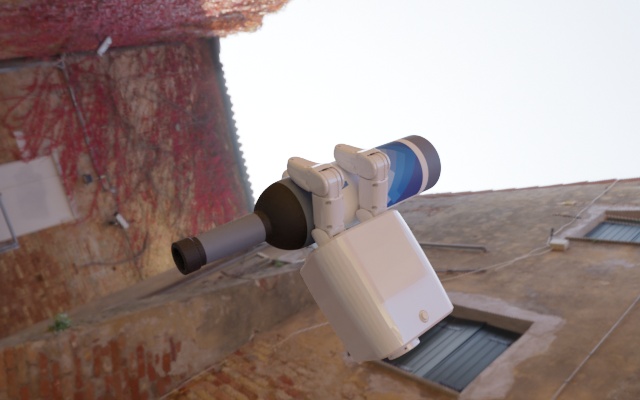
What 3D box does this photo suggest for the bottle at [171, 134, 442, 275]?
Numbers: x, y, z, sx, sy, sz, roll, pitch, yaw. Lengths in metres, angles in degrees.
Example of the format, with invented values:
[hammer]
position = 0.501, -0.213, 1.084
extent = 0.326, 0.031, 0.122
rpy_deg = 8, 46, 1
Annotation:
[bottle]
position = 0.000, 0.001, 0.458
extent = 0.295, 0.069, 0.069
rpy_deg = -22, 13, -36
